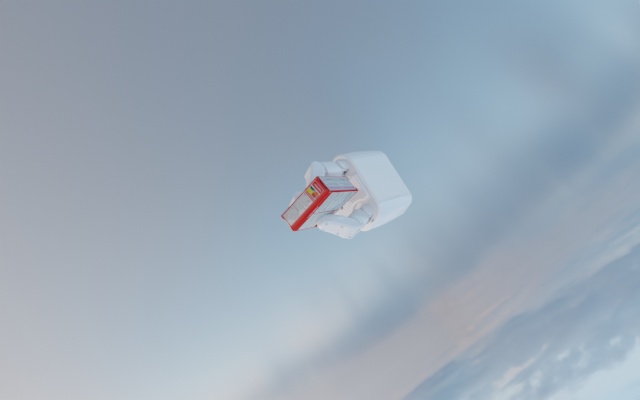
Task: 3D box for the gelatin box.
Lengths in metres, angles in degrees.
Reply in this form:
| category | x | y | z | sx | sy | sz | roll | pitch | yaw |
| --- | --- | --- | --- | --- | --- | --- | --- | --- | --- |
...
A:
| category | x | y | z | sx | sy | sz | roll | pitch | yaw |
| --- | --- | --- | --- | --- | --- | --- | --- | --- | --- |
| gelatin box | 0.000 | 0.002 | 0.619 | 0.073 | 0.030 | 0.089 | -47 | -17 | 22 |
